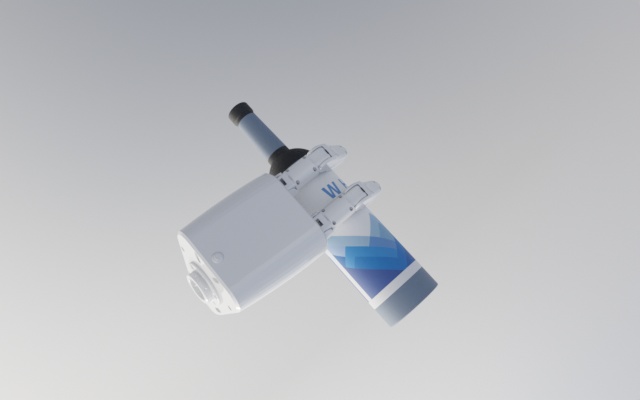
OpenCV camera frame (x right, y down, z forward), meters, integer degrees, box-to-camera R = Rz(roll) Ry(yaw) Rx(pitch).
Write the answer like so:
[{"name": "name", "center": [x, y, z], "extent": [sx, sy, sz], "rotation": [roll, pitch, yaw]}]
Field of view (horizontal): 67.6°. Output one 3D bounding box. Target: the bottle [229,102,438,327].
[{"name": "bottle", "center": [0.000, 0.002, 0.522], "extent": [0.069, 0.295, 0.069], "rotation": [-40, -13, -11]}]
